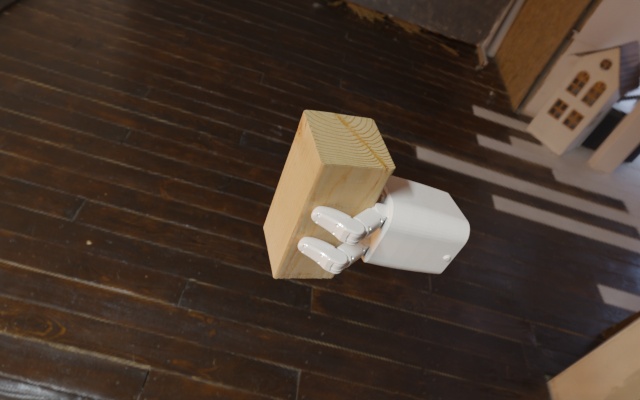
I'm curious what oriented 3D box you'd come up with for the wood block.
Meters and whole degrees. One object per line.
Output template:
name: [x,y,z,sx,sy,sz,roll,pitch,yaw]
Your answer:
wood block: [0.000,0.002,0.592,0.090,0.090,0.206,3,-44,-22]
